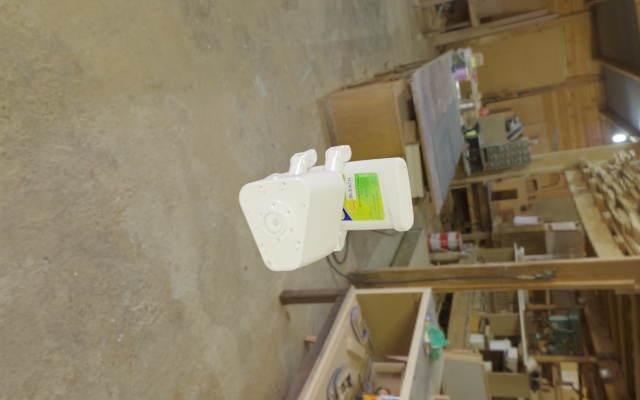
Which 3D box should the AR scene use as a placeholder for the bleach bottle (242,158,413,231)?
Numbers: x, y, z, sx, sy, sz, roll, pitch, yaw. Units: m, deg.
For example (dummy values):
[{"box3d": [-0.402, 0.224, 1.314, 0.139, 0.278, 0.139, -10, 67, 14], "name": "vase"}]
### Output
[{"box3d": [0.000, 0.002, 0.688, 0.251, 0.102, 0.068, -7, 3, 23], "name": "bleach bottle"}]
